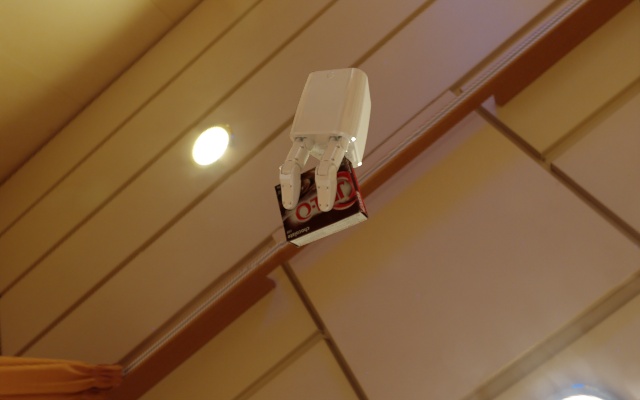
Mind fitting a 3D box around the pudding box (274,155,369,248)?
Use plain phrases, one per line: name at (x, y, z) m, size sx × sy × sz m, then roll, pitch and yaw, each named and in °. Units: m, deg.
pudding box at (0.000, 0.002, 0.651) m, size 0.113 × 0.090 × 0.039 m, roll -25°, pitch -30°, yaw 18°
